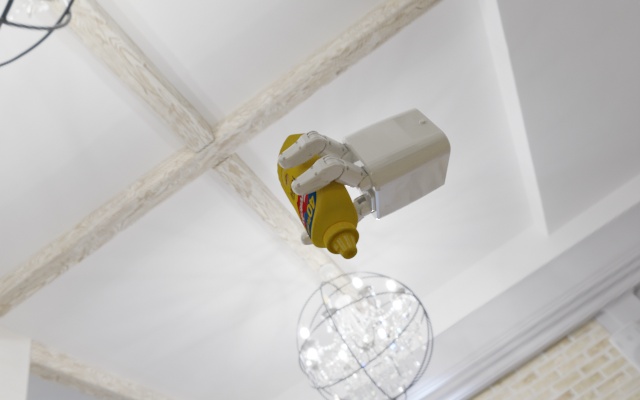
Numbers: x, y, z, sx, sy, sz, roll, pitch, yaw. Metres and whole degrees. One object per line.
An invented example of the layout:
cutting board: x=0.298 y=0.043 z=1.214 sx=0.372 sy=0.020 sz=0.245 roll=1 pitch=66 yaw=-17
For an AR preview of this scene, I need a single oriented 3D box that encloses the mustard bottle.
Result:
mustard bottle: x=0.000 y=0.002 z=0.593 sx=0.058 sy=0.096 sz=0.191 roll=-7 pitch=39 yaw=-22
